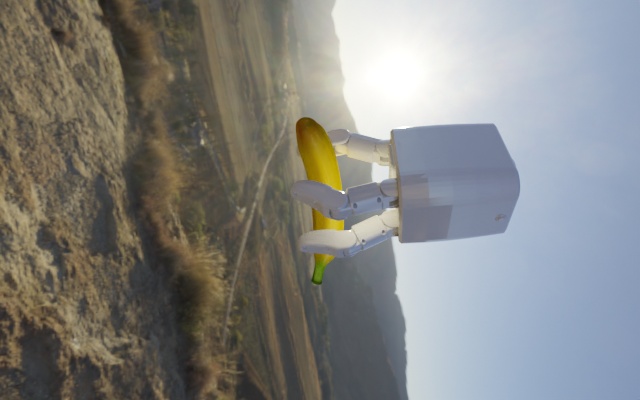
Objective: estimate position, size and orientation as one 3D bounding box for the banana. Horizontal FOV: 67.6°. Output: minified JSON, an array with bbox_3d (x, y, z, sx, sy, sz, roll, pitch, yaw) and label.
[{"bbox_3d":[0.003,-0.006,0.505,0.037,0.198,0.069,0,32,10],"label":"banana"}]
